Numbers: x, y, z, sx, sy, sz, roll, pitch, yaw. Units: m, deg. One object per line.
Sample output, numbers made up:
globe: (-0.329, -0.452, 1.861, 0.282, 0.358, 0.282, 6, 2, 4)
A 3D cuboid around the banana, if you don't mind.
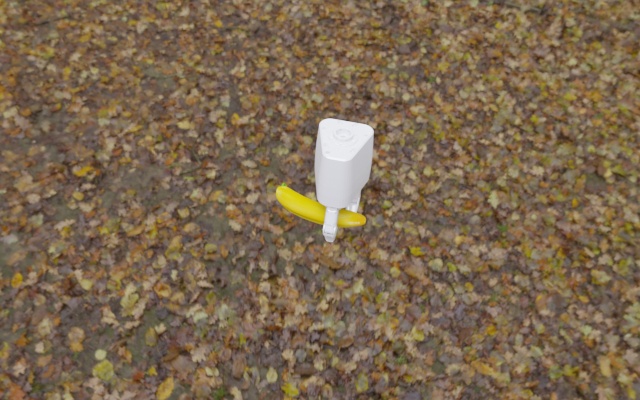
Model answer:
banana: (-0.014, 0.010, 0.881, 0.197, 0.037, 0.069, 25, 42, 27)
